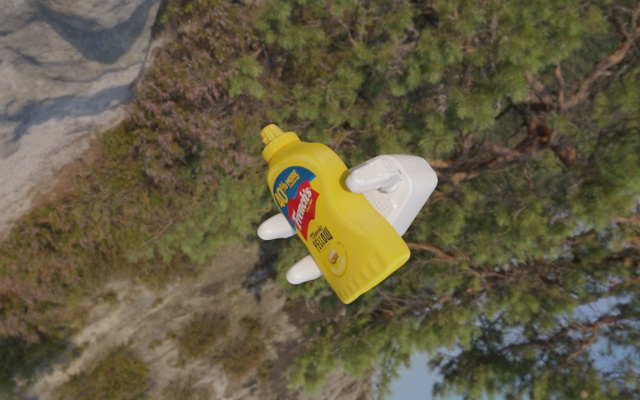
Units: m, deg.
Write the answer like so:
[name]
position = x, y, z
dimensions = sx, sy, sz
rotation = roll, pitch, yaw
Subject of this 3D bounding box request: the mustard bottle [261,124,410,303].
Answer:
[mustard bottle]
position = 0.000, 0.002, 0.472
dimensions = 0.058, 0.191, 0.096
rotation = -25, -17, -36
